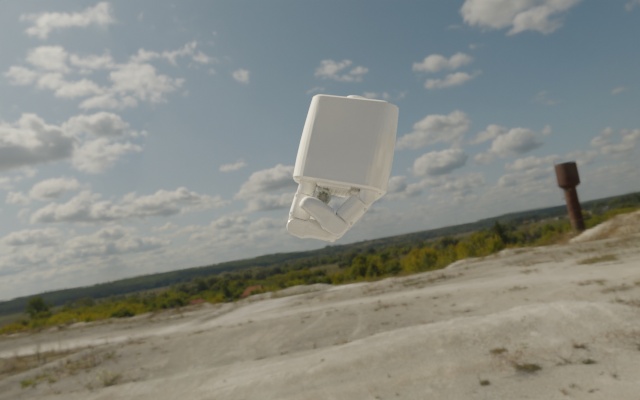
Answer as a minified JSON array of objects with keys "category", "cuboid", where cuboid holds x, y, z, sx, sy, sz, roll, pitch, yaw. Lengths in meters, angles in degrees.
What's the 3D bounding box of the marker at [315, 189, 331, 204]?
[{"category":"marker","cuboid":[0.000,0.002,0.618,0.020,0.020,0.121,0,-6,-3]}]
